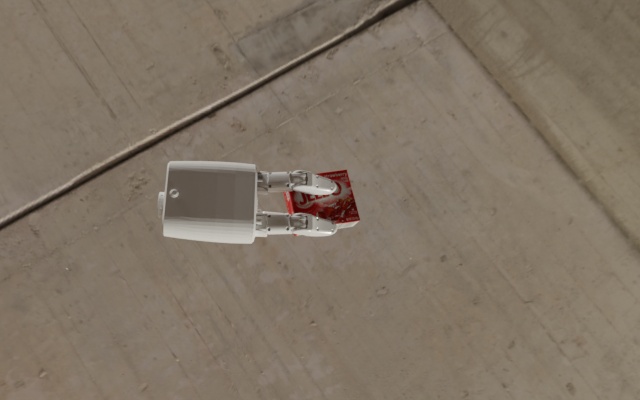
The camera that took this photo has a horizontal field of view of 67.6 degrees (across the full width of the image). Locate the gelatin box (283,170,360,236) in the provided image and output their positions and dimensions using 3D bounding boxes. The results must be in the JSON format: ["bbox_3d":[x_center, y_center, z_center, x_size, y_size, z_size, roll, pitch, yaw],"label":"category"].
[{"bbox_3d":[0.000,0.002,0.624,0.089,0.073,0.030,-8,-16,-21],"label":"gelatin box"}]
